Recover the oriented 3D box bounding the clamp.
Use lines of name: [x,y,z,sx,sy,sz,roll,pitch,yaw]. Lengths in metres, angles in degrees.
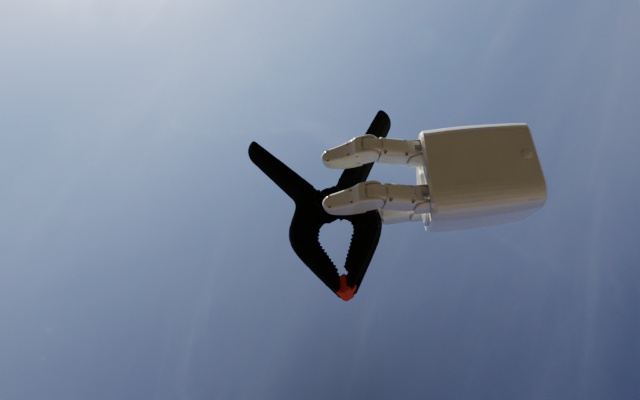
clamp: [0.000,0.002,0.502,0.164,0.209,0.036,-7,-29,10]
